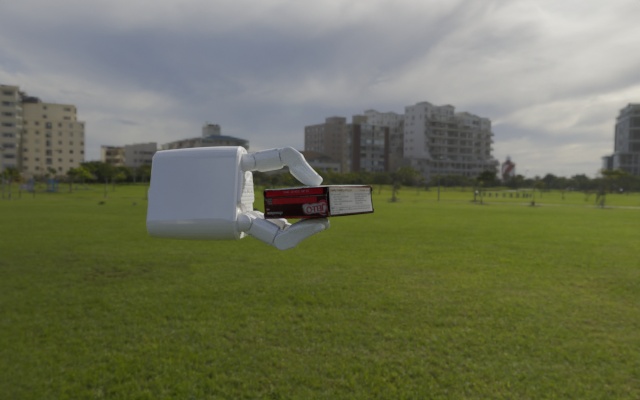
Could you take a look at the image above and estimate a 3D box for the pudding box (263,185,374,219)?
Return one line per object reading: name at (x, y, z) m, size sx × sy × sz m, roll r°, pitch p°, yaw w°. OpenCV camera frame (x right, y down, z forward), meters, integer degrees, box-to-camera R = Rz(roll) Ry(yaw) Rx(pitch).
pudding box at (0.000, 0.002, 0.572) m, size 0.090 × 0.039 × 0.113 m, roll -1°, pitch 3°, yaw 32°
